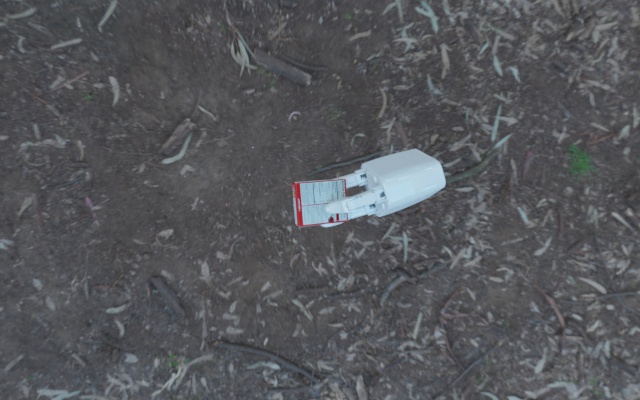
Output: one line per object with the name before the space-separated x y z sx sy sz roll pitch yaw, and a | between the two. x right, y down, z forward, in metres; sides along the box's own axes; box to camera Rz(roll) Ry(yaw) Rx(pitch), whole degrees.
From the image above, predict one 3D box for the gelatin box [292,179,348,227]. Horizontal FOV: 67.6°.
gelatin box | 0.000 0.003 0.797 0.089 0.073 0.030 -6 5 -15
